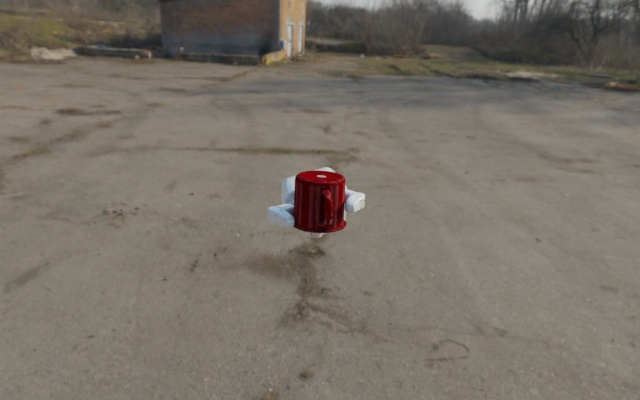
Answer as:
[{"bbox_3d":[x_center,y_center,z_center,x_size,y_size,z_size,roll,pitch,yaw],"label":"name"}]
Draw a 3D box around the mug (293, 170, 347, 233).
[{"bbox_3d":[0.000,0.003,0.762,0.093,0.081,0.117,0,18,-10],"label":"mug"}]
